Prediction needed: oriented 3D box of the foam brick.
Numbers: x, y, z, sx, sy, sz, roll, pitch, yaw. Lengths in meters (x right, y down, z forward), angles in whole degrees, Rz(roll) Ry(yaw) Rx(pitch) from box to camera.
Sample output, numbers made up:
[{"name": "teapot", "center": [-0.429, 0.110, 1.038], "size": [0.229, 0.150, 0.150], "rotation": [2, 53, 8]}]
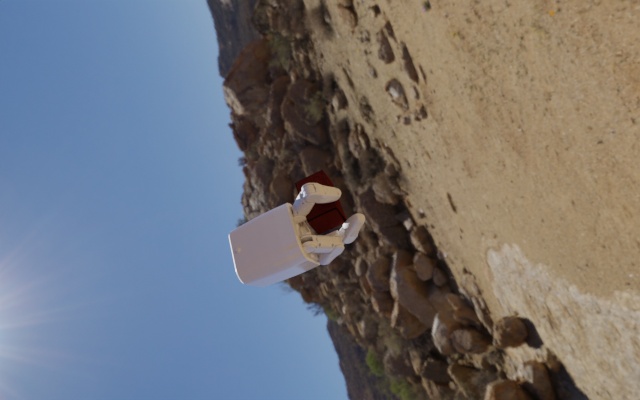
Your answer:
[{"name": "foam brick", "center": [0.000, 0.002, 0.749], "size": [0.051, 0.078, 0.053], "rotation": [-25, -35, 9]}]
